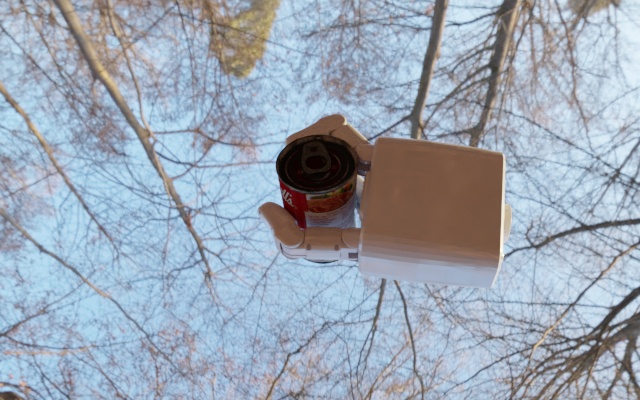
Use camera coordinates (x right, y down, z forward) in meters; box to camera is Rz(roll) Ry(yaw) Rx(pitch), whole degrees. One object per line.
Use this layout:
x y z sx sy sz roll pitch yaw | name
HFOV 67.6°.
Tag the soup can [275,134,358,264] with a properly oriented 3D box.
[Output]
0.000 0.002 0.428 0.068 0.068 0.102 0 -41 5 | soup can
